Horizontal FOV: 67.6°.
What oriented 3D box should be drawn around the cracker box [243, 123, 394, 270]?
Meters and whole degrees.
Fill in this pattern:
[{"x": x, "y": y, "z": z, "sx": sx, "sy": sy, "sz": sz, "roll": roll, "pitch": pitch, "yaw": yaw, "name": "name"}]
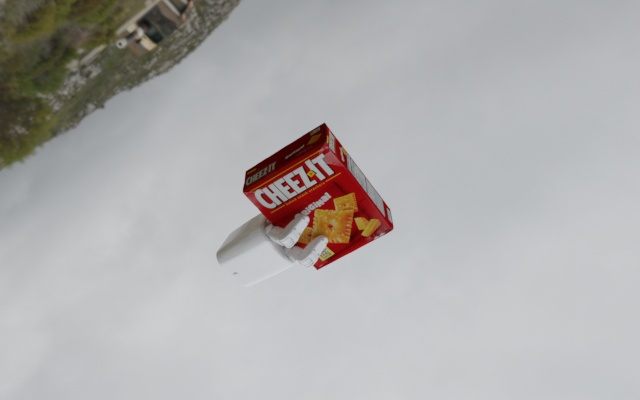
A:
[{"x": 0.000, "y": 0.003, "z": 0.803, "sx": 0.164, "sy": 0.214, "sz": 0.072, "roll": -29, "pitch": 32, "yaw": 18, "name": "cracker box"}]
